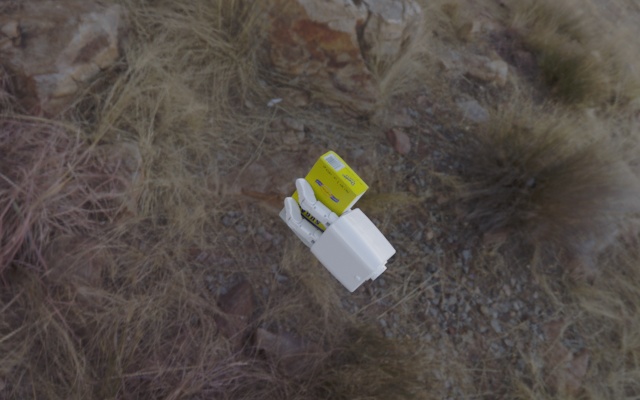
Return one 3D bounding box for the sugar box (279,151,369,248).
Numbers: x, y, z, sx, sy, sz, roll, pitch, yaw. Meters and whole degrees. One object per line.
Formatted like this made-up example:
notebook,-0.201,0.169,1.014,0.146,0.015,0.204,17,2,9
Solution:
sugar box,0.000,0.003,0.856,0.048,0.093,0.176,-32,-15,-48
